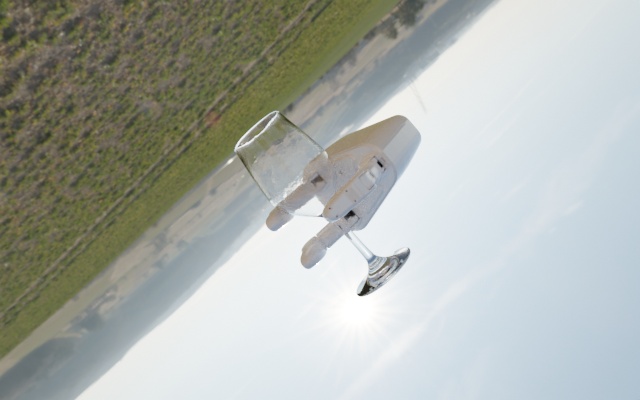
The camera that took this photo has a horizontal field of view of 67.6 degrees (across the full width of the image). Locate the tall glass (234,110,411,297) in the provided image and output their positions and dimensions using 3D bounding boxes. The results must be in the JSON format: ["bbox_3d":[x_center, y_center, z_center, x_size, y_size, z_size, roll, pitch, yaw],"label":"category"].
[{"bbox_3d":[0.001,0.002,0.496,0.079,0.201,0.079,-42,4,3],"label":"tall glass"}]
